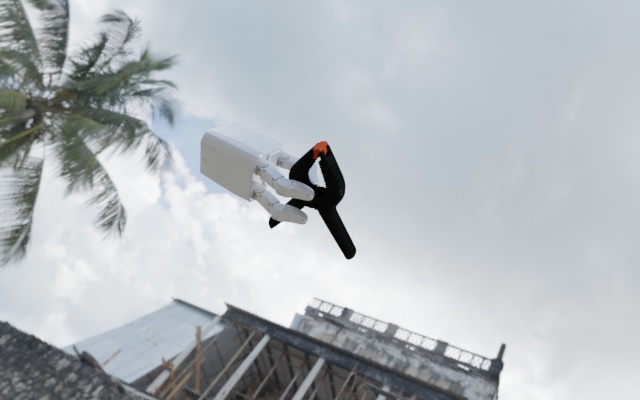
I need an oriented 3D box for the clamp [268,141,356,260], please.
[{"bbox_3d":[0.000,0.002,0.766,0.164,0.210,0.036,25,43,11],"label":"clamp"}]
